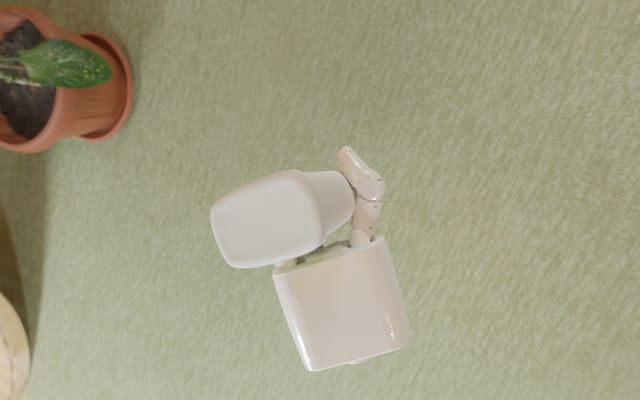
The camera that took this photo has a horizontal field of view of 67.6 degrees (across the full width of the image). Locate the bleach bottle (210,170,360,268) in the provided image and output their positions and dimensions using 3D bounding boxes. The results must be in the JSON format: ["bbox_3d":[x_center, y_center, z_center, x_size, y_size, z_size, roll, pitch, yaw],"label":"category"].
[{"bbox_3d":[0.000,0.002,0.487,0.102,0.068,0.251,-19,0,24],"label":"bleach bottle"}]
